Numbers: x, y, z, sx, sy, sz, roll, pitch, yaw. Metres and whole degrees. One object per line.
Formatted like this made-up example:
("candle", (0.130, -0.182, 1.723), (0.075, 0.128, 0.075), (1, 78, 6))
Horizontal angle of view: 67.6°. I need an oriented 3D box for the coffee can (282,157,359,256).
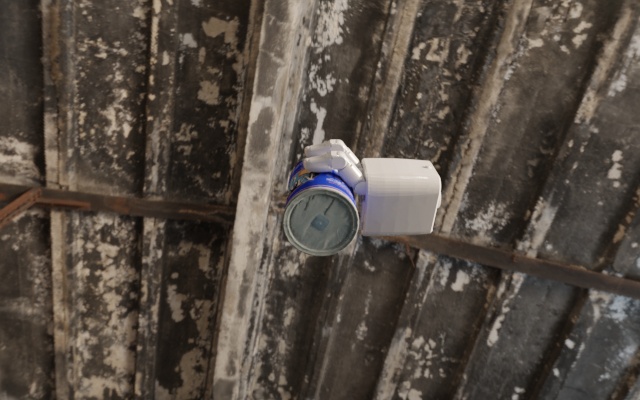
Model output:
("coffee can", (0.000, 0.002, 0.699), (0.103, 0.103, 0.140), (0, 25, 0))
